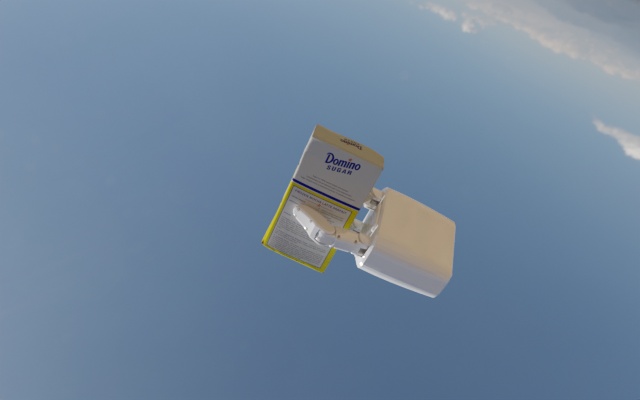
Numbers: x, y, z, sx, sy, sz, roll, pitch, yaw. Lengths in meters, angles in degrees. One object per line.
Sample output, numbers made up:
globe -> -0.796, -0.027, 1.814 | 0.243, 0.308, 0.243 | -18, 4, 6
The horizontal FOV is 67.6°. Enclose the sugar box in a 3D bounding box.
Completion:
sugar box -> 0.000, 0.002, 0.600 | 0.093, 0.176, 0.048 | 25, 29, -5
